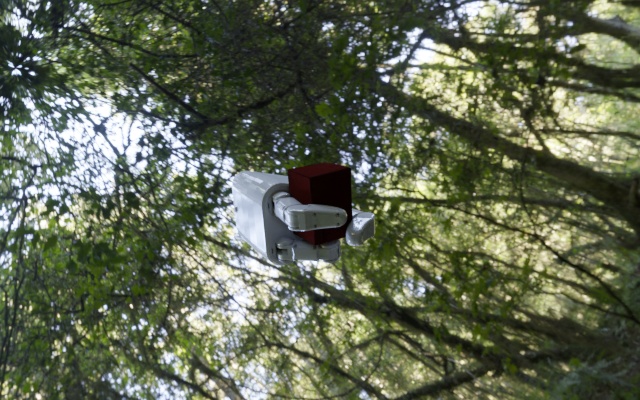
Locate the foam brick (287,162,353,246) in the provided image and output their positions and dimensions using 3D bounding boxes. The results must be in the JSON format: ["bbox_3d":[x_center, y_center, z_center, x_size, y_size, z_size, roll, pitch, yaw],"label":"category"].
[{"bbox_3d":[0.000,0.001,0.522,0.053,0.078,0.051,-13,20,-28],"label":"foam brick"}]
